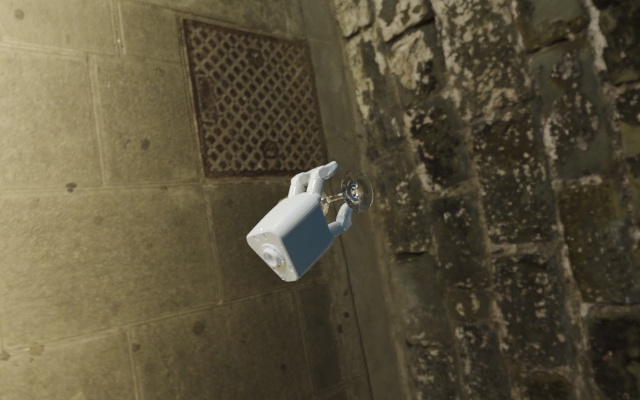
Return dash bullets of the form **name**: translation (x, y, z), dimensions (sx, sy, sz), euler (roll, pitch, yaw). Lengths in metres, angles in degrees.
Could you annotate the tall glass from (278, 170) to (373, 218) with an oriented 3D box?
- **tall glass**: translation (0.001, 0.003, 0.889), dimensions (0.079, 0.079, 0.201), euler (0, -11, -40)
